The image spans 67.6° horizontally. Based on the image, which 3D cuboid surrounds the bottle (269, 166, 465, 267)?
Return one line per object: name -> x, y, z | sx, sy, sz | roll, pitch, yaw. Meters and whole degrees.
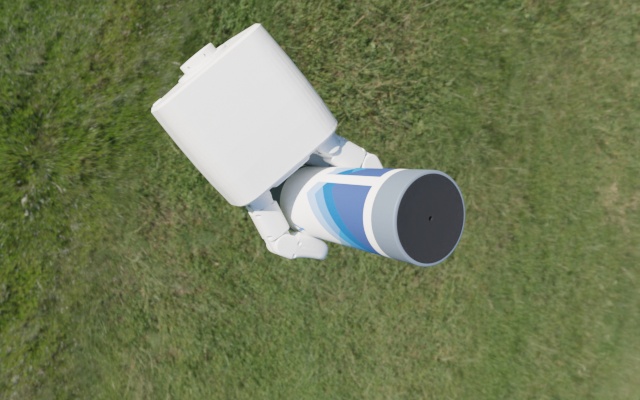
bottle -> 0.000, 0.002, 0.450 | 0.069, 0.069, 0.295 | 0, 4, -31
